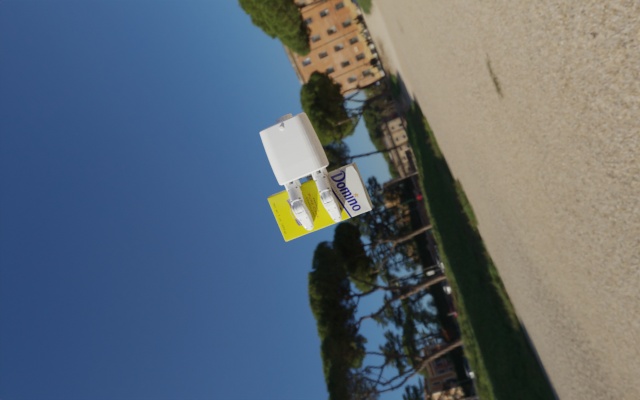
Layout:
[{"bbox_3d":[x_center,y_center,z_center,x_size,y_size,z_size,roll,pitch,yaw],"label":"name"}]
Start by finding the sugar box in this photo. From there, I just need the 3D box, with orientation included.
[{"bbox_3d":[0.000,0.003,0.898,0.176,0.093,0.048,-22,6,13],"label":"sugar box"}]
